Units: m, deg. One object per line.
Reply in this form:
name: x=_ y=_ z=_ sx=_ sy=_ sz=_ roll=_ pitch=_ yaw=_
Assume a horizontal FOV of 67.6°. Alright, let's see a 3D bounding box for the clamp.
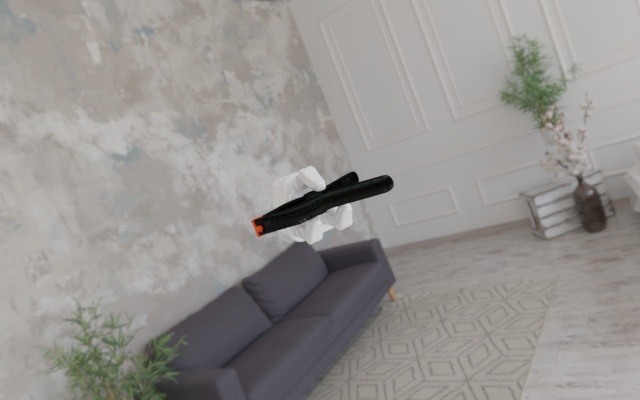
clamp: x=-0.001 y=0.002 z=0.720 sx=0.210 sy=0.036 sz=0.164 roll=-24 pitch=10 yaw=-18
